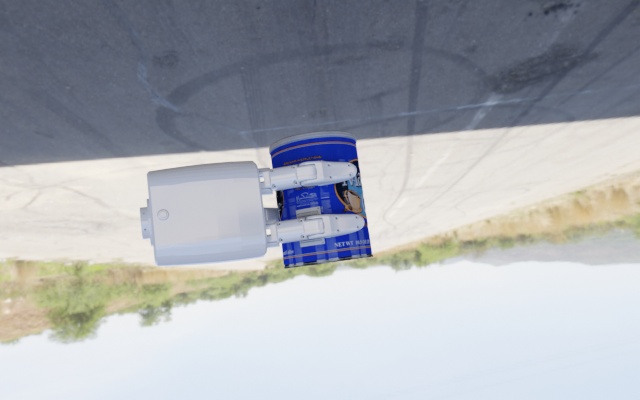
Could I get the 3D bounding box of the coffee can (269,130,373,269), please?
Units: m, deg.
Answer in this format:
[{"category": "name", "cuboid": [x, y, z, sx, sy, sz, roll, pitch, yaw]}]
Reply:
[{"category": "coffee can", "cuboid": [0.000, 0.002, 0.549, 0.103, 0.140, 0.103, -8, -7, -1]}]
